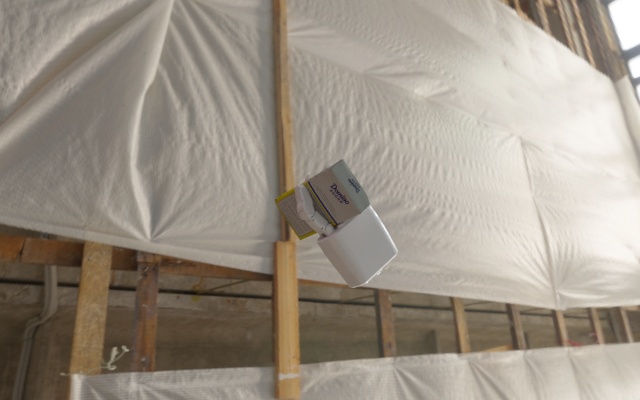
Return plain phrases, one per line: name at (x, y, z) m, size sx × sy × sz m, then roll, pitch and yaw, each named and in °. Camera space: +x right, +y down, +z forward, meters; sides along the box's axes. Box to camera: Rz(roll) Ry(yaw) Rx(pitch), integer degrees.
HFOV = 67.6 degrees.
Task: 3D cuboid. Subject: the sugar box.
sugar box at (0.000, 0.003, 0.848) m, size 0.176 × 0.093 × 0.048 m, roll -27°, pitch 9°, yaw 46°
